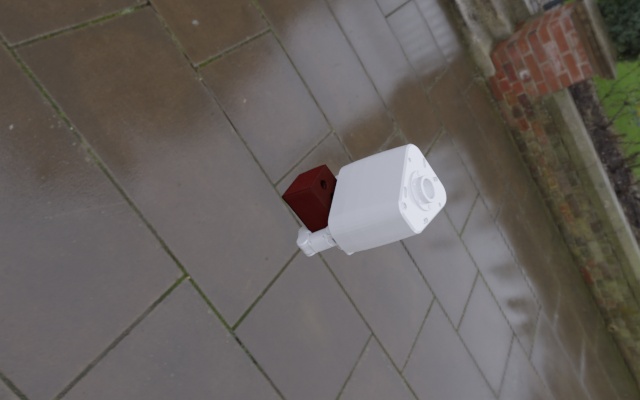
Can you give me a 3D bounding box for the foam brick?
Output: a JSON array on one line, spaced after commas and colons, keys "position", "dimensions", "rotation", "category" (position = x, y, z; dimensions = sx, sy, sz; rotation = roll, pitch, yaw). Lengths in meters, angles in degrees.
[{"position": [0.000, 0.002, 0.620], "dimensions": [0.051, 0.078, 0.053], "rotation": [-19, 28, 41], "category": "foam brick"}]
